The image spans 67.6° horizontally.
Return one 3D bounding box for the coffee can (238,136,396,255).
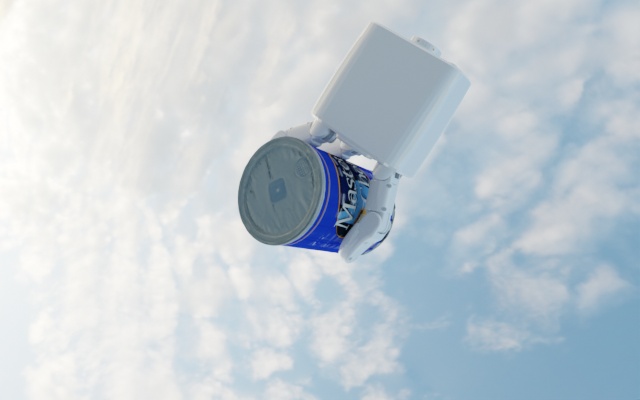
[{"bbox_3d":[0.000,0.002,0.496,0.103,0.103,0.140,0,-9,36],"label":"coffee can"}]
